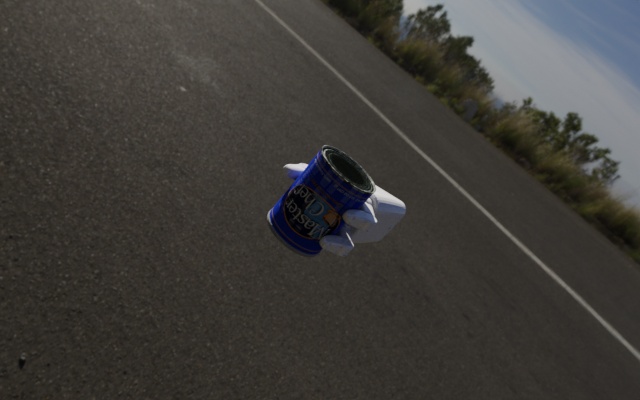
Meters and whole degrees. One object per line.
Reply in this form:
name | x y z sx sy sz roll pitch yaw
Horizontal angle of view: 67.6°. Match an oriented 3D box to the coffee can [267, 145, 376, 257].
coffee can | 0.000 0.002 0.724 0.140 0.102 0.103 -49 -24 22
